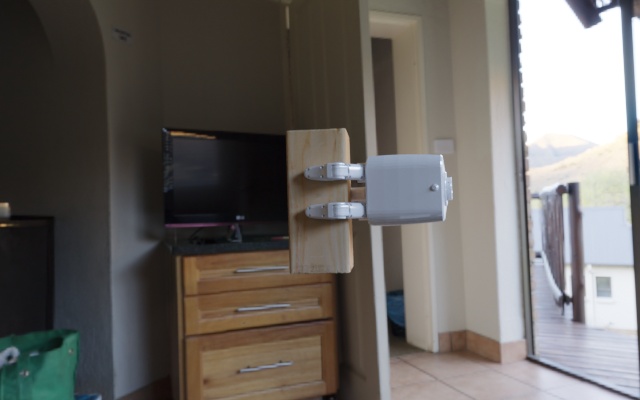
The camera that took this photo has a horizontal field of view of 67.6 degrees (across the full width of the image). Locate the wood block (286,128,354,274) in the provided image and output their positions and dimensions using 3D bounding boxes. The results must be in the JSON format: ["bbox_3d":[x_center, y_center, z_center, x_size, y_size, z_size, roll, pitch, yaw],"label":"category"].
[{"bbox_3d":[0.001,0.002,0.725,0.090,0.206,0.091,-2,-2,7],"label":"wood block"}]
